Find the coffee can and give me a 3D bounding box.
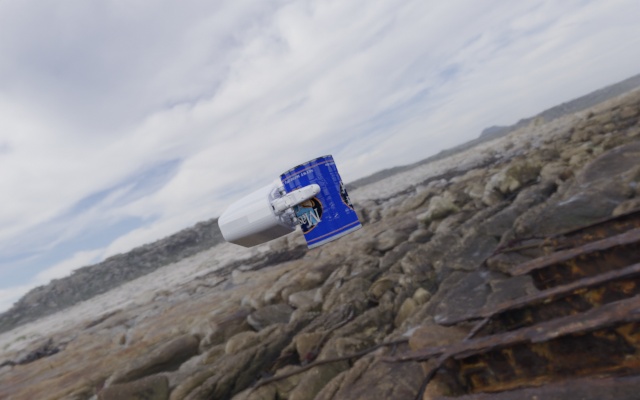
[{"bbox_3d":[0.000,0.003,0.848,0.103,0.140,0.103,-23,-2,-1],"label":"coffee can"}]
